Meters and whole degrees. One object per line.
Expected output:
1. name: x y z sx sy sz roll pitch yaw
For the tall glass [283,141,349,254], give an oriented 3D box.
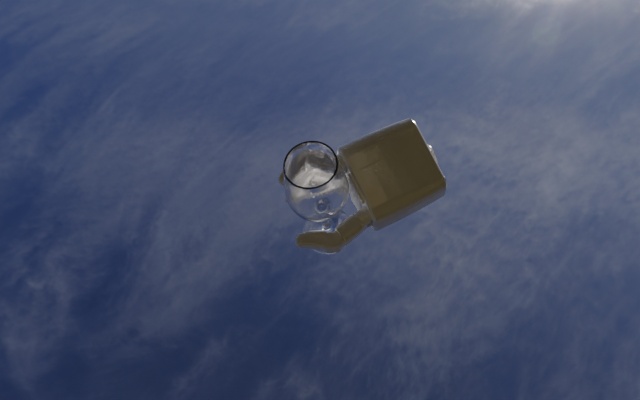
1. tall glass: 0.000 0.002 0.616 0.079 0.079 0.201 0 -25 7
